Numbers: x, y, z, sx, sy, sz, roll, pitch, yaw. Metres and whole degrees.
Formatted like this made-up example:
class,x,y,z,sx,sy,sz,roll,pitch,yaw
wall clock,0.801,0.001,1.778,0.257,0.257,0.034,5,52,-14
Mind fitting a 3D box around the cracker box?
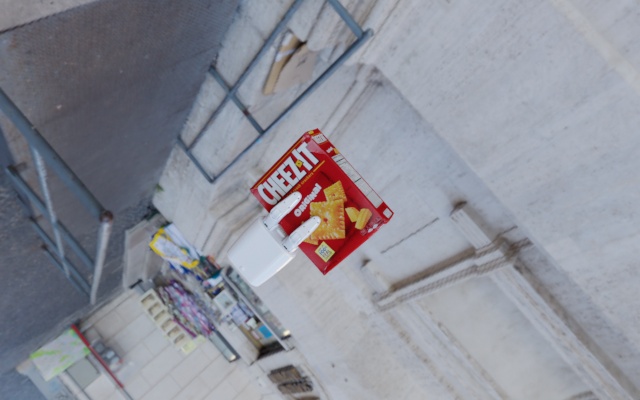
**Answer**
class,x,y,z,sx,sy,sz,roll,pitch,yaw
cracker box,0.000,0.003,0.871,0.164,0.213,0.072,-43,-3,22
